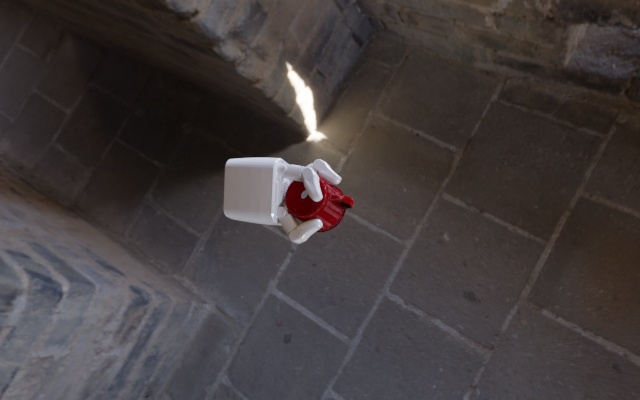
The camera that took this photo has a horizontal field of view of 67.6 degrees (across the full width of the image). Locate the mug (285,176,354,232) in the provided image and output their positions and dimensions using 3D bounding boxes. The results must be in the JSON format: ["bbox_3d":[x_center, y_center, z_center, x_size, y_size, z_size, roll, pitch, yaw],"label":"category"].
[{"bbox_3d":[0.001,0.003,0.837,0.117,0.093,0.081,2,-15,23],"label":"mug"}]
